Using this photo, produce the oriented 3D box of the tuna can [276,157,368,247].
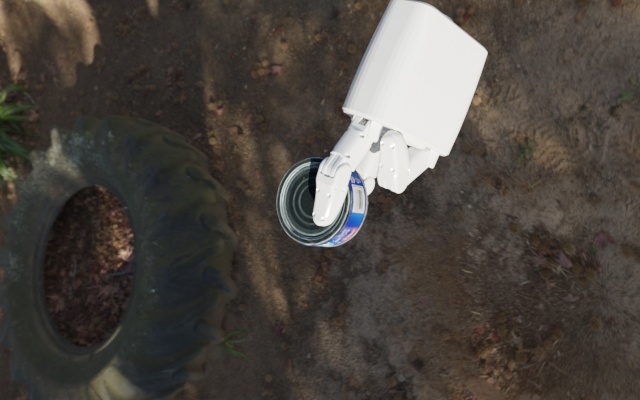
[{"bbox_3d":[0.000,0.002,0.457,0.086,0.086,0.034,0,-4,33],"label":"tuna can"}]
